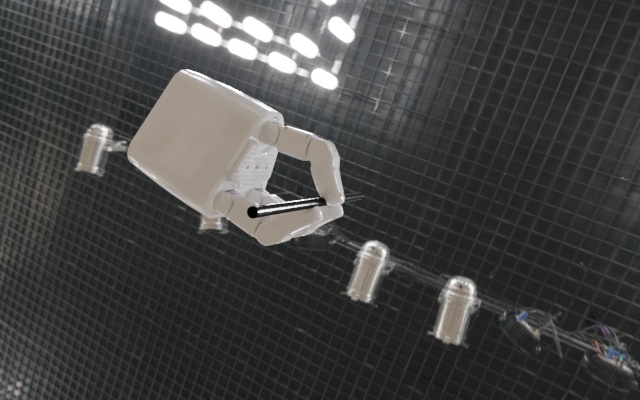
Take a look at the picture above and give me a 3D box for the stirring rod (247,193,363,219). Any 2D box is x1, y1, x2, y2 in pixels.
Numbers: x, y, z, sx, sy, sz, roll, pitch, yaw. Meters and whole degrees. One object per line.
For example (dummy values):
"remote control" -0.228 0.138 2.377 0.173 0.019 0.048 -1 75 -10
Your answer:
"stirring rod" 0.000 0.001 0.415 0.011 0.011 0.239 0 3 21
